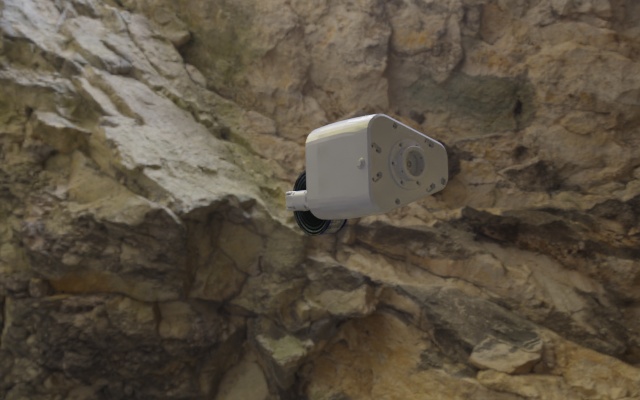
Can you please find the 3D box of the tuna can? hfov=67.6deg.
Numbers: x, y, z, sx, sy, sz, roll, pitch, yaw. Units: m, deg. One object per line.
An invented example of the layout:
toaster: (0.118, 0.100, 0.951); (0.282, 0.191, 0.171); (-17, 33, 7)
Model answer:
tuna can: (0.001, 0.002, 0.619); (0.034, 0.086, 0.086); (-4, 2, -36)
